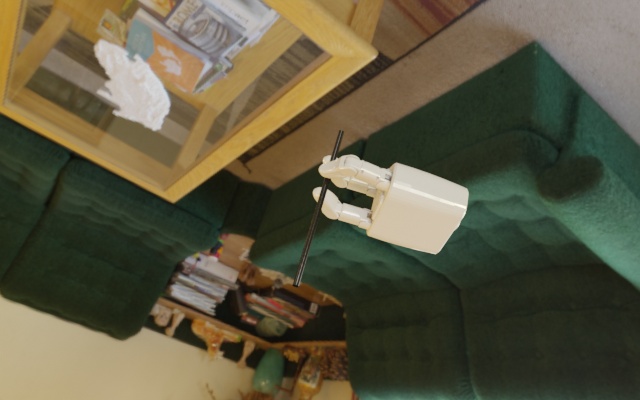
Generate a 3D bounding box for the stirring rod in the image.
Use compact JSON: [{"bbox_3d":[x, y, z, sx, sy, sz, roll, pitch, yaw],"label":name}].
[{"bbox_3d":[0.000,0.002,0.634,0.011,0.239,0.011,13,-28,7],"label":"stirring rod"}]
